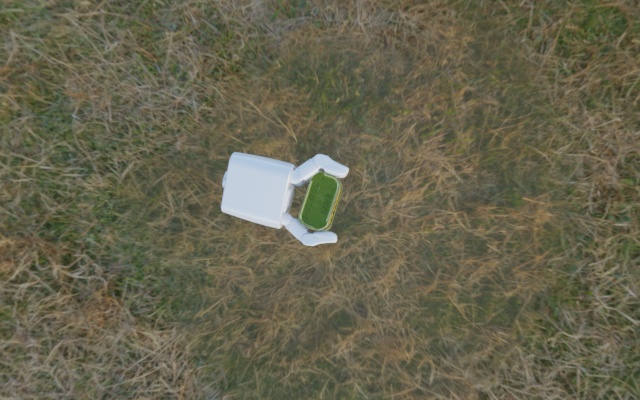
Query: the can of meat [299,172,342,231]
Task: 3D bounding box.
[{"bbox_3d":[0.000,0.003,0.829,0.057,0.102,0.084,18,-2,4],"label":"can of meat"}]
